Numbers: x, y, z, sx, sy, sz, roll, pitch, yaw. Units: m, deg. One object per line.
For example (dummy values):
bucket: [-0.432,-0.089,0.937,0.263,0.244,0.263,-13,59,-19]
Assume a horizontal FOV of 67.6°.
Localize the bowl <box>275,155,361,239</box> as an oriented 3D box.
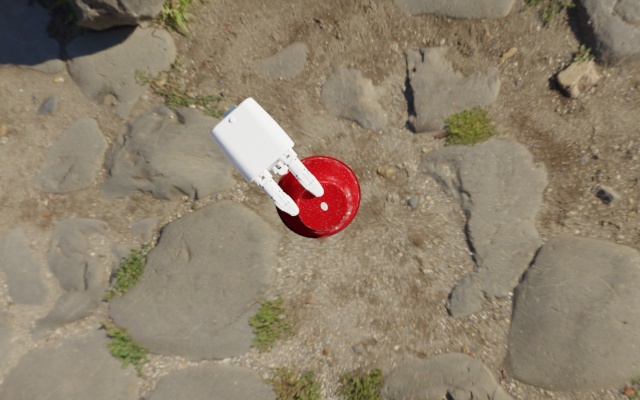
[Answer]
bowl: [0.001,0.004,0.861,0.162,0.162,0.055,0,17,-9]
